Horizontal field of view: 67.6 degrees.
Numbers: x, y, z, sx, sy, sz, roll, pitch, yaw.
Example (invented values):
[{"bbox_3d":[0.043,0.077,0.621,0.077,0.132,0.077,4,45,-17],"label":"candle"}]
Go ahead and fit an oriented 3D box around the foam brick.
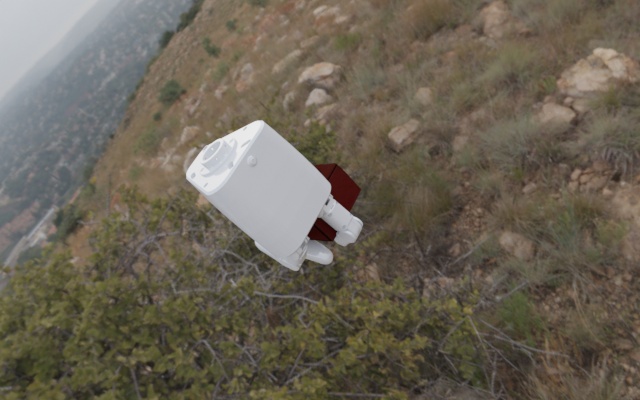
[{"bbox_3d":[0.000,0.002,0.557,0.053,0.078,0.051,0,-37,50],"label":"foam brick"}]
